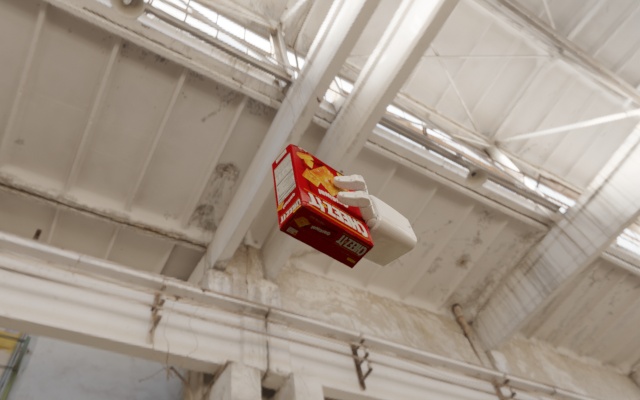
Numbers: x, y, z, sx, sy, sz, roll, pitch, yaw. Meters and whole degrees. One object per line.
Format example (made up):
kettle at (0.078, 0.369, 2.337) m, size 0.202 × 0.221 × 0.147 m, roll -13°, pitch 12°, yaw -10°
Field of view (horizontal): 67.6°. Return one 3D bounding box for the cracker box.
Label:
cracker box at (0.000, 0.003, 0.885) m, size 0.164 × 0.072 × 0.213 m, roll 30°, pitch 25°, yaw -27°
